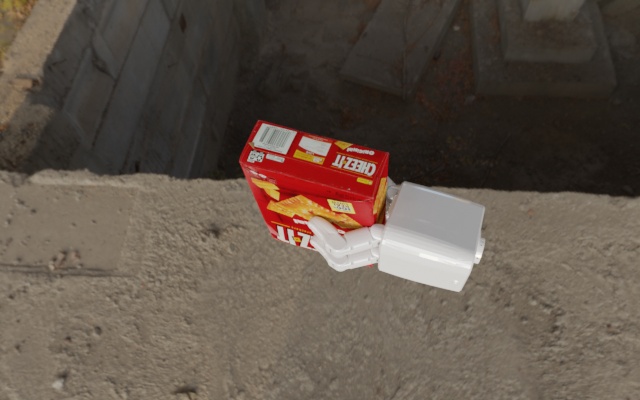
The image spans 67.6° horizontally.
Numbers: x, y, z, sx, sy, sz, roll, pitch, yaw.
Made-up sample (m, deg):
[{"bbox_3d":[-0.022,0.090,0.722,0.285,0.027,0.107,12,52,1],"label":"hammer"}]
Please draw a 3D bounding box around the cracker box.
[{"bbox_3d":[0.000,0.002,0.623,0.164,0.072,0.214,16,-26,14],"label":"cracker box"}]
